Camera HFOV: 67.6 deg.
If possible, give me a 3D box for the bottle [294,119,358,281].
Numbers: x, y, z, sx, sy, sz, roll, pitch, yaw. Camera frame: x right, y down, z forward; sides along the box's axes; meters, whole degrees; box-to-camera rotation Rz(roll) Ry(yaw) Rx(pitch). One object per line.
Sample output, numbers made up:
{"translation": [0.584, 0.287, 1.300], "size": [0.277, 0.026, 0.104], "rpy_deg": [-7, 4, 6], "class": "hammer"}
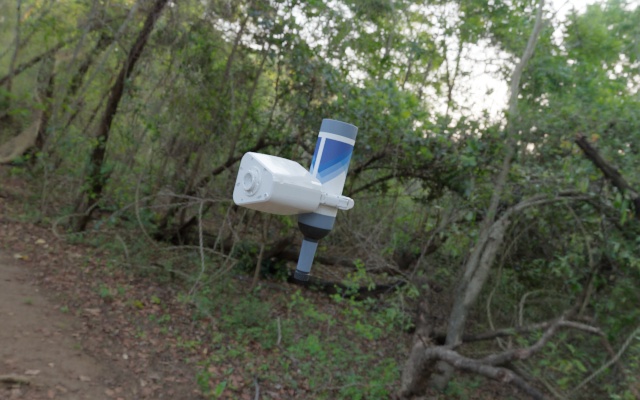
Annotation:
{"translation": [0.000, 0.003, 0.875], "size": [0.069, 0.296, 0.069], "rpy_deg": [14, 3, -1], "class": "bottle"}
